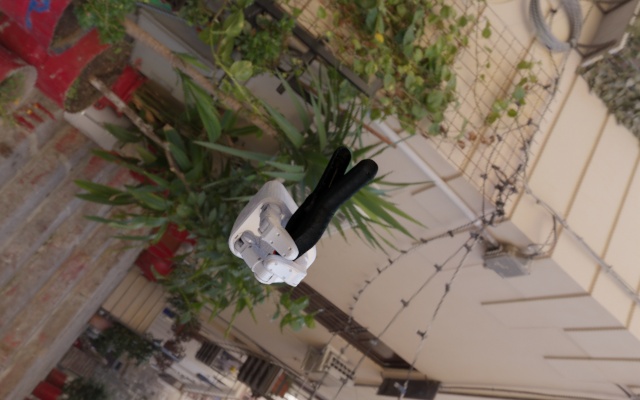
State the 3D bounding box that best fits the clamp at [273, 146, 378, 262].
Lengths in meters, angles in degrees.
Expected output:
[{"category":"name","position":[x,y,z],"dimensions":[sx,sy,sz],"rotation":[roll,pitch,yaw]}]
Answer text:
[{"category":"clamp","position":[0.000,0.002,0.603],"dimensions":[0.039,0.171,0.120],"rotation":[39,11,-14]}]
